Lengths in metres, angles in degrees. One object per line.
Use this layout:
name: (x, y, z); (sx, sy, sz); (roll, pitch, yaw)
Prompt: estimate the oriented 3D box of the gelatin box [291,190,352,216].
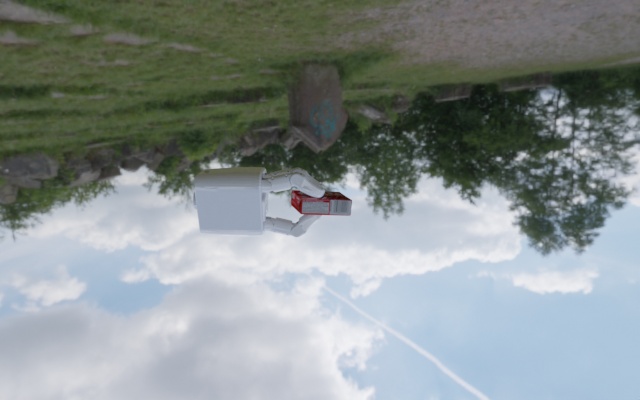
gelatin box: (0.000, 0.003, 0.801); (0.089, 0.030, 0.073); (2, 11, -15)
